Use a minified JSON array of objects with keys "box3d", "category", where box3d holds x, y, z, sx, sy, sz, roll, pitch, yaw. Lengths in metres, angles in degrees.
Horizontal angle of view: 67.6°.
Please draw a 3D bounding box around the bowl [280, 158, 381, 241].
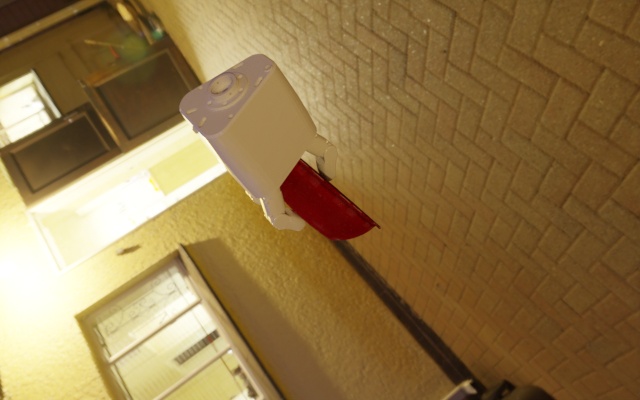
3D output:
[{"box3d":[0.001,0.003,0.620,0.162,0.055,0.162,40,3,-3],"category":"bowl"}]
